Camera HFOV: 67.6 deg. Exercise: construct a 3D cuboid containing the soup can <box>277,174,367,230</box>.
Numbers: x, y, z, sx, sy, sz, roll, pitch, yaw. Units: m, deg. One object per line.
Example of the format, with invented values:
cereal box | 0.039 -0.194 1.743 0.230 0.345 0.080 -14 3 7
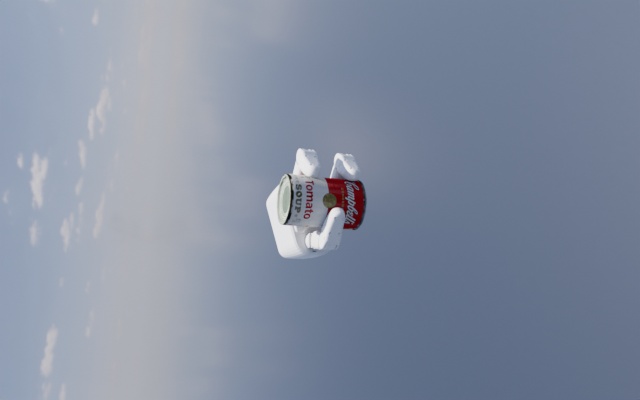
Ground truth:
soup can | 0.000 0.002 0.624 0.102 0.068 0.068 5 -2 -19
